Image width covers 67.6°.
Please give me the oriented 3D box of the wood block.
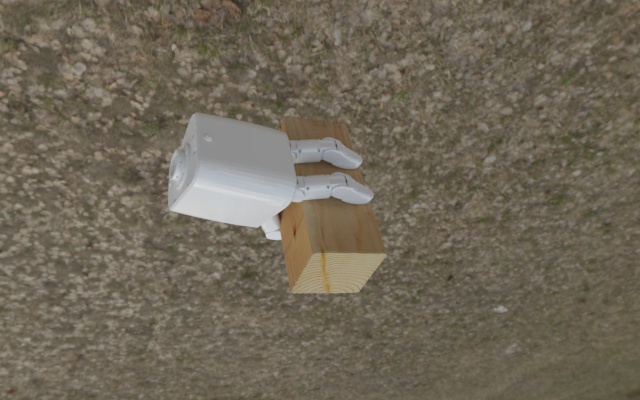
[{"bbox_3d":[0.000,0.002,0.593,0.090,0.206,0.091,3,-39,-21],"label":"wood block"}]
